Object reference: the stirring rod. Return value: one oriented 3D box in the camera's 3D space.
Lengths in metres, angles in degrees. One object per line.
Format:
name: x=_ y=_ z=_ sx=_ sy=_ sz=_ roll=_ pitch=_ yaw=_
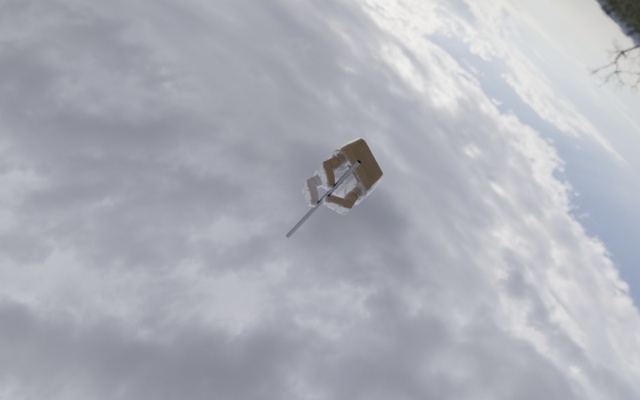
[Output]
stirring rod: x=0.000 y=0.003 z=0.899 sx=0.011 sy=0.011 sz=0.240 roll=0 pitch=-36 yaw=-43
